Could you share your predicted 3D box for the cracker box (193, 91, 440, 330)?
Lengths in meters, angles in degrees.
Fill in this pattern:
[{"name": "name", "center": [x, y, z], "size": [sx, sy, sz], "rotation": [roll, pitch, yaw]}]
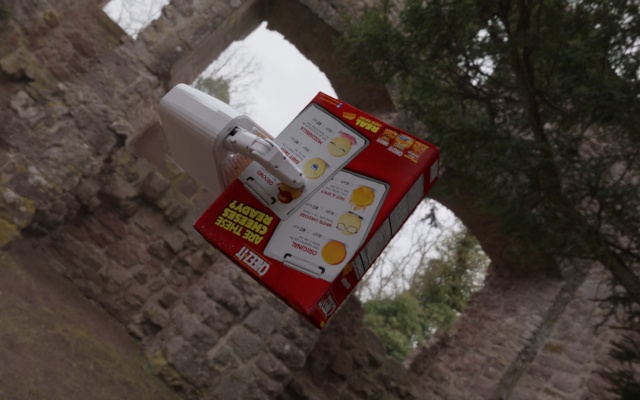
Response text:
[{"name": "cracker box", "center": [0.000, 0.001, 0.513], "size": [0.164, 0.213, 0.072], "rotation": [32, -18, 27]}]
